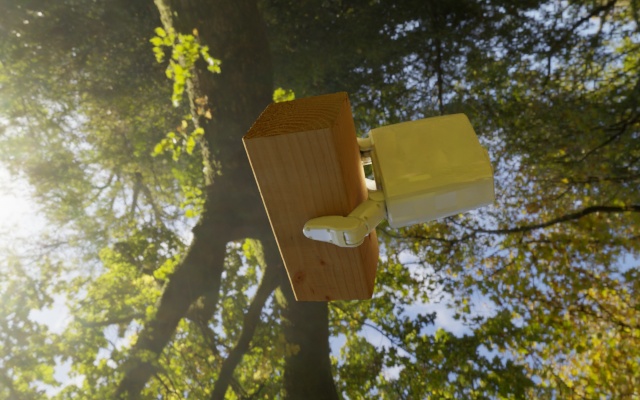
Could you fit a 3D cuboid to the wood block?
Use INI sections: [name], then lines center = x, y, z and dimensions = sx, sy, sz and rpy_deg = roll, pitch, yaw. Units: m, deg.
[wood block]
center = 0.000, 0.002, 0.514
dimensions = 0.090, 0.206, 0.090
rpy_deg = -5, 31, 17
